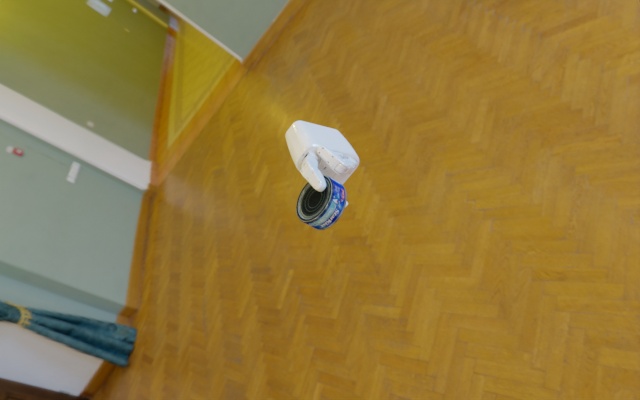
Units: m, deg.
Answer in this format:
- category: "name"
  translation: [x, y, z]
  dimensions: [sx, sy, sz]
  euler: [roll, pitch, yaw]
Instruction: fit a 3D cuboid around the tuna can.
- category: "tuna can"
  translation: [0.000, 0.002, 0.772]
  dimensions: [0.034, 0.086, 0.086]
  euler: [29, -19, -36]
